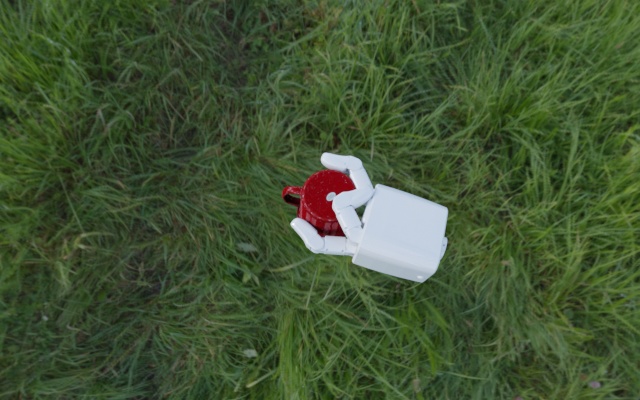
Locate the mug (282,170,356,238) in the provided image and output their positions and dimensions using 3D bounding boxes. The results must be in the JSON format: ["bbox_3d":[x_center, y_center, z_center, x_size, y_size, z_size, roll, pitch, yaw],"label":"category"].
[{"bbox_3d":[-0.001,0.002,0.706,0.117,0.093,0.081,17,-21,4],"label":"mug"}]
